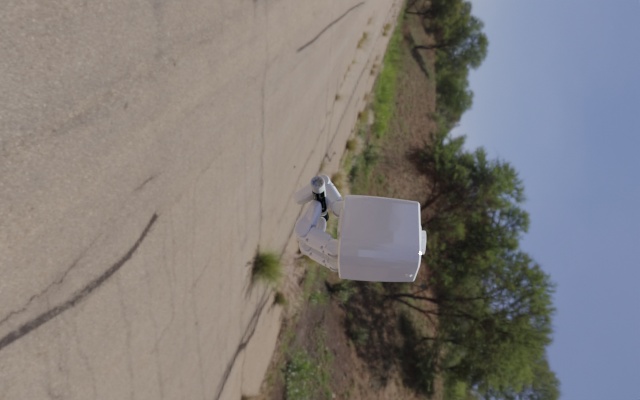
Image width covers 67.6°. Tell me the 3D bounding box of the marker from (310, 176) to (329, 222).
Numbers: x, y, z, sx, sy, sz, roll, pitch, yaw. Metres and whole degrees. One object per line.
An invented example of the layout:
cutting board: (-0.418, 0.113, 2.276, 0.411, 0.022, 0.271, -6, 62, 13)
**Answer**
marker: (0.000, 0.002, 0.678, 0.020, 0.020, 0.121, 0, -26, 4)
